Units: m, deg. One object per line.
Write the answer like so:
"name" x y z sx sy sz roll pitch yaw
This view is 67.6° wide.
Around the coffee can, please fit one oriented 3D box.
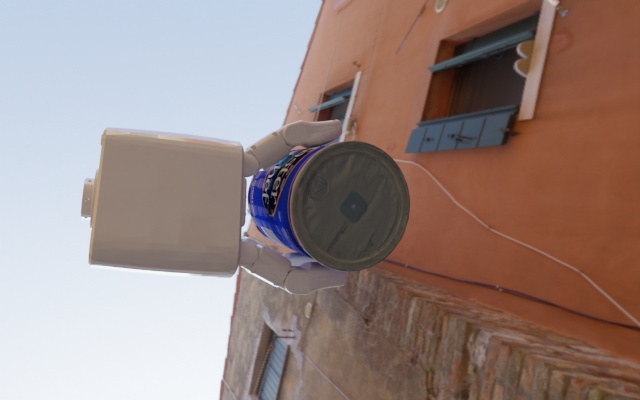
"coffee can" 0.000 0.001 0.435 0.103 0.103 0.140 0 3 -22
